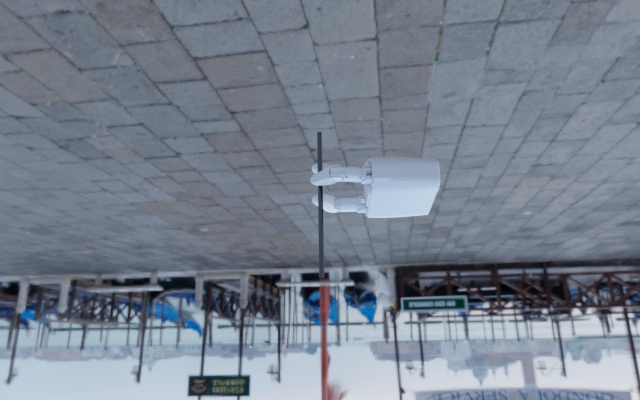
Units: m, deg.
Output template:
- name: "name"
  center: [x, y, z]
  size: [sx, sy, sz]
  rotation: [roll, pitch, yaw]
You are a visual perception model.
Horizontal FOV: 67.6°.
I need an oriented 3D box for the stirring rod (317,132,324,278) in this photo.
- name: "stirring rod"
  center: [0.000, 0.002, 0.758]
  size: [0.011, 0.239, 0.011]
  rotation: [-1, -17, 0]
